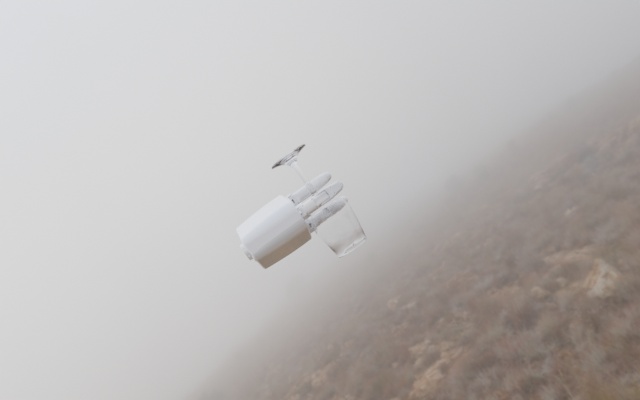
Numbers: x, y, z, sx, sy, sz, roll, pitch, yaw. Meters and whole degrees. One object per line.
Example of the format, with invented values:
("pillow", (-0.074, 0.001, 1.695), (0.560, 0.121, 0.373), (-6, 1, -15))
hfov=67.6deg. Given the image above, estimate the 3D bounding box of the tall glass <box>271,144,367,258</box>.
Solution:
("tall glass", (0.000, 0.002, 0.847), (0.079, 0.201, 0.079), (-36, 0, 0))
